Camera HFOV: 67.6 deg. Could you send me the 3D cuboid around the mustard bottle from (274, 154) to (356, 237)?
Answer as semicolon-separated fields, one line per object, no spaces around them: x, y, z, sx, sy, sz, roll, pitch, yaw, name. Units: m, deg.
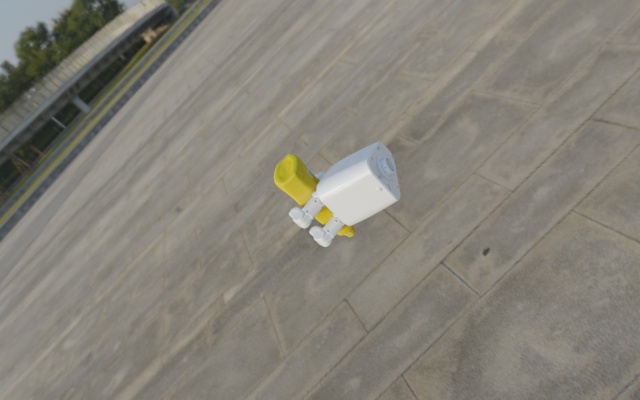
0.000;0.003;0.866;0.192;0.058;0.096;44;11;-27;mustard bottle
